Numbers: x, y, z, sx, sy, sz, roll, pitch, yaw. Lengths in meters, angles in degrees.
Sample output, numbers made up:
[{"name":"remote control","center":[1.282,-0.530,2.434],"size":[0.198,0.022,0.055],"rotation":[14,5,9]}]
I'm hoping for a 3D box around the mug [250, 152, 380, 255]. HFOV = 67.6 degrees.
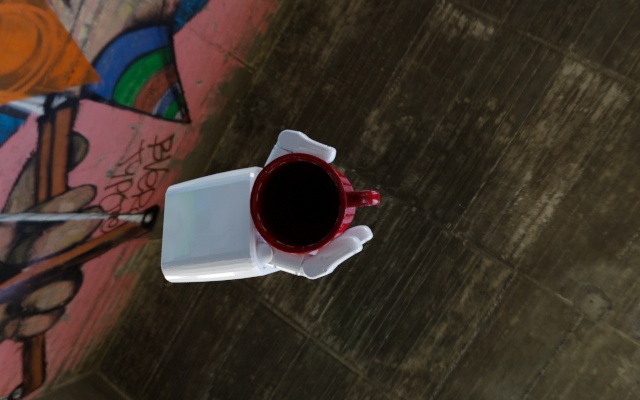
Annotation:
[{"name":"mug","center":[0.002,0.001,0.470],"size":[0.117,0.093,0.081],"rotation":[-8,-3,15]}]
